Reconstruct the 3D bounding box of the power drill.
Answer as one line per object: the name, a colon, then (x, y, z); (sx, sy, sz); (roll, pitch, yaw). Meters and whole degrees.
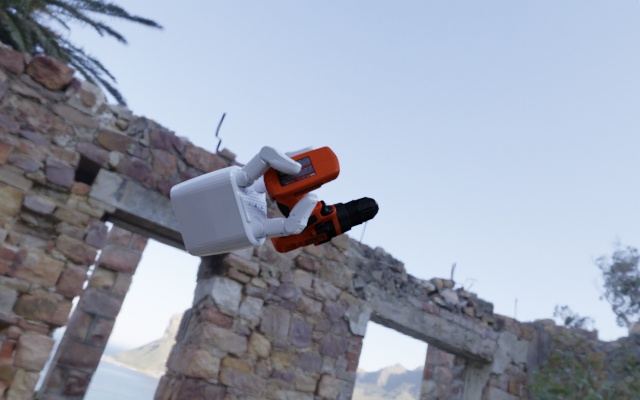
power drill: (0.000, 0.002, 0.721); (0.184, 0.057, 0.188); (-21, -34, -5)
